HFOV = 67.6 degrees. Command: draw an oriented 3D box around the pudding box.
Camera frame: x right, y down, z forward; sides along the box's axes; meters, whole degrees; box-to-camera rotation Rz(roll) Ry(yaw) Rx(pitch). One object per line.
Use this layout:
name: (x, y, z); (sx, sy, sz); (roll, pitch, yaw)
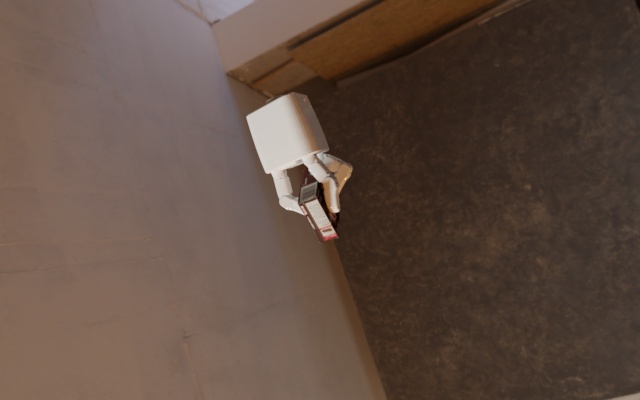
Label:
pudding box: (0.000, 0.003, 0.817); (0.039, 0.090, 0.113); (-19, 30, 18)
